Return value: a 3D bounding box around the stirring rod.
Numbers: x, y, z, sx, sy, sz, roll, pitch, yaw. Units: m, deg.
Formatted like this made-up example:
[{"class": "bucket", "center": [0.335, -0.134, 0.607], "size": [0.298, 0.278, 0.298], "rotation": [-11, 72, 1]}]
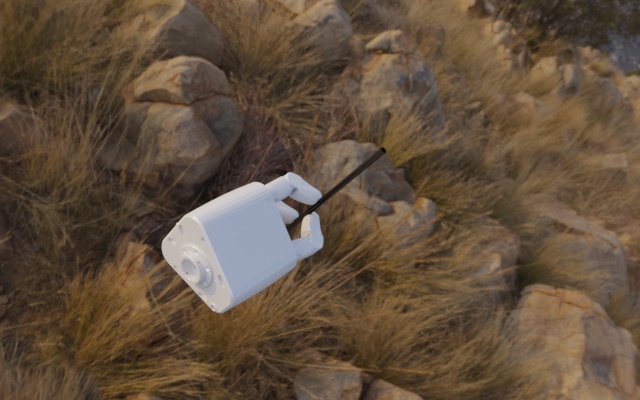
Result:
[{"class": "stirring rod", "center": [0.000, 0.002, 0.612], "size": [0.011, 0.011, 0.240], "rotation": [0, -29, -42]}]
